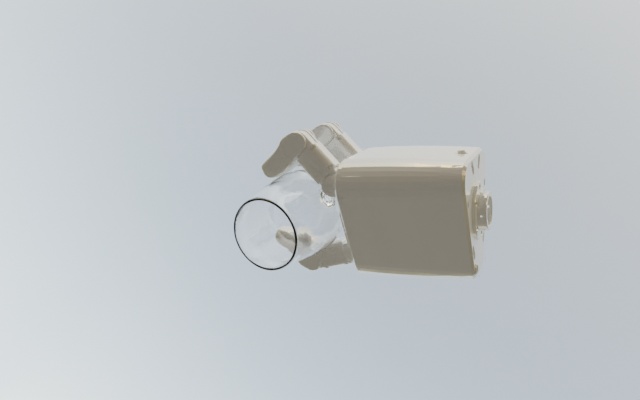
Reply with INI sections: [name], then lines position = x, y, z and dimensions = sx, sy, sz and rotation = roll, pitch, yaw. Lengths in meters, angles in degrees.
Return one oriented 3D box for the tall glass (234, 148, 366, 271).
[tall glass]
position = 0.000, 0.001, 0.469
dimensions = 0.079, 0.079, 0.201
rotation = 0, 15, 29
